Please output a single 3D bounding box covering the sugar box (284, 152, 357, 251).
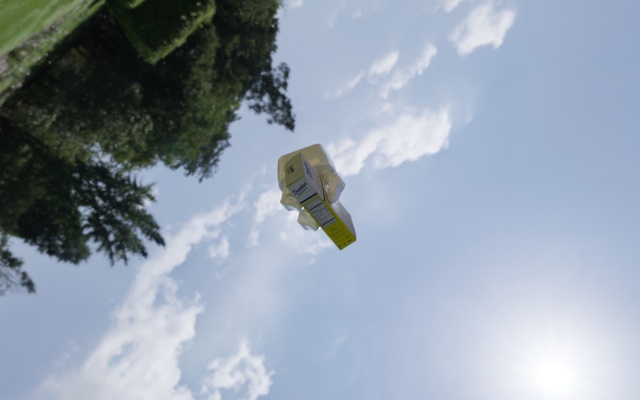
[{"bbox_3d":[0.000,0.003,0.885,0.048,0.176,0.093,-34,29,14],"label":"sugar box"}]
